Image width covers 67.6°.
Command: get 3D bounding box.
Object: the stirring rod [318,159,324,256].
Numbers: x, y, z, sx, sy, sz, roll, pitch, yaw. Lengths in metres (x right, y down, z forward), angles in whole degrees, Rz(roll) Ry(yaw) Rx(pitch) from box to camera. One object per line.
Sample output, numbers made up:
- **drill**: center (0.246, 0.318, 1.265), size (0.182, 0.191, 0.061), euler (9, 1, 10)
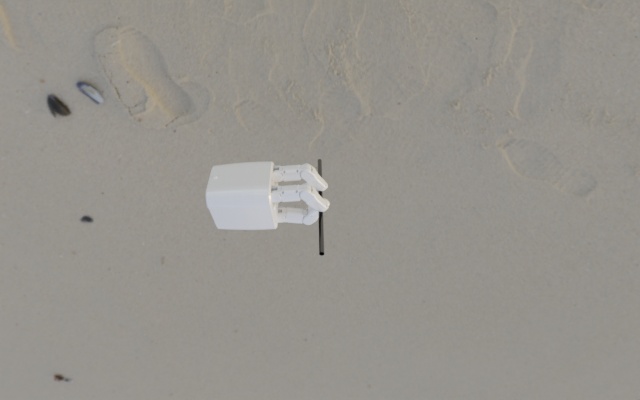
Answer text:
- **stirring rod**: center (0.000, 0.003, 0.817), size (0.011, 0.011, 0.239), euler (0, 41, -1)
